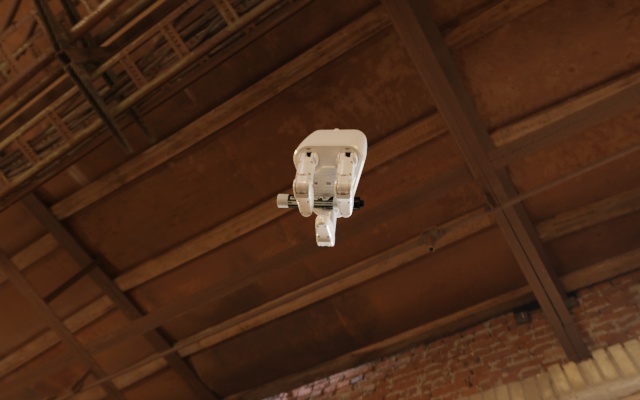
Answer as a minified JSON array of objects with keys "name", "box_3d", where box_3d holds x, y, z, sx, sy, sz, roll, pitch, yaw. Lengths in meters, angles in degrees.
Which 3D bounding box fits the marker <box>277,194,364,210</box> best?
[{"name":"marker","box_3d":[0.000,0.002,0.665,0.121,0.020,0.020,2,0,9]}]
